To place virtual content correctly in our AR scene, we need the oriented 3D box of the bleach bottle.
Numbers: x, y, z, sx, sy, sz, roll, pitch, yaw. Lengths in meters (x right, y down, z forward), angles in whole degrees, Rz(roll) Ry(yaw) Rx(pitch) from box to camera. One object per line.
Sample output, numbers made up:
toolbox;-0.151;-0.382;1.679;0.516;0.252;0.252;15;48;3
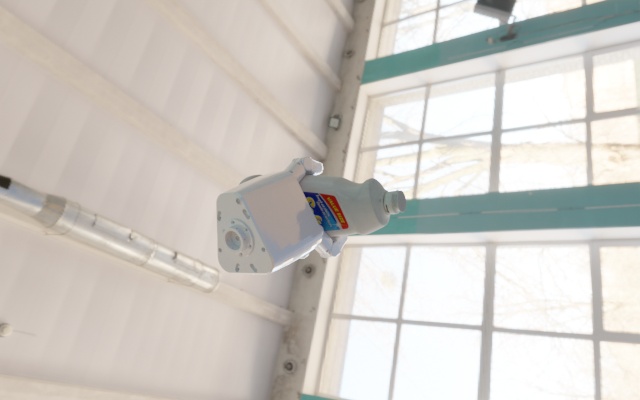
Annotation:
bleach bottle;0.000;0.002;0.686;0.251;0.102;0.068;-5;13;34
